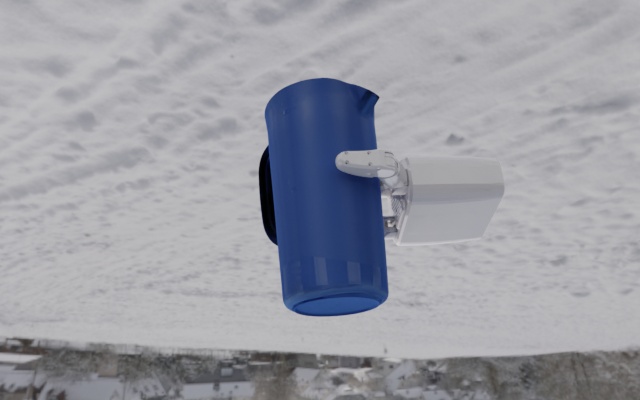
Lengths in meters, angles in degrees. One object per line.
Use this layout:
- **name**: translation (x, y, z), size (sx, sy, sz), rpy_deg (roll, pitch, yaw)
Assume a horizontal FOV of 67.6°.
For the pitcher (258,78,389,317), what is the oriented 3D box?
- **pitcher**: translation (0.000, 0.002, 0.536), size (0.145, 0.242, 0.149), rpy_deg (-2, -25, -4)
